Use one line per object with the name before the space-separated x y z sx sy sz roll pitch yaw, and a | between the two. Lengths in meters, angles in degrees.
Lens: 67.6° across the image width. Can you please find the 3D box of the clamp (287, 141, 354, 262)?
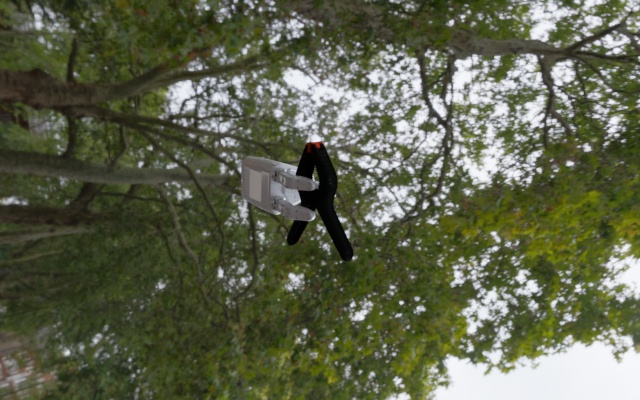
clamp | 0.001 0.002 0.847 0.036 0.210 0.164 -12 21 -43
